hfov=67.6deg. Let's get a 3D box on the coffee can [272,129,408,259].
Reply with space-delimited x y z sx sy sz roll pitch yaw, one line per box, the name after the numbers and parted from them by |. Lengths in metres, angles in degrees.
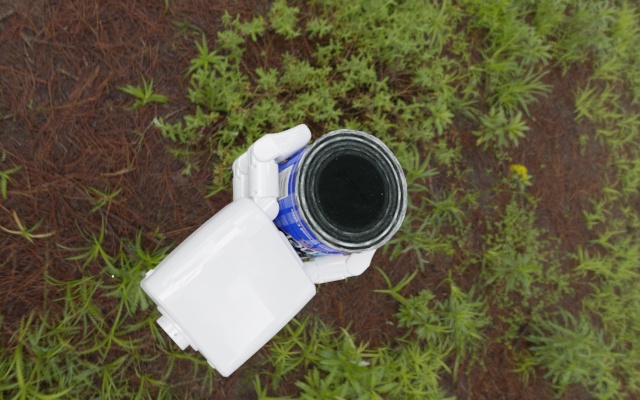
0.000 0.001 0.449 0.103 0.103 0.140 0 -8 -23 | coffee can
